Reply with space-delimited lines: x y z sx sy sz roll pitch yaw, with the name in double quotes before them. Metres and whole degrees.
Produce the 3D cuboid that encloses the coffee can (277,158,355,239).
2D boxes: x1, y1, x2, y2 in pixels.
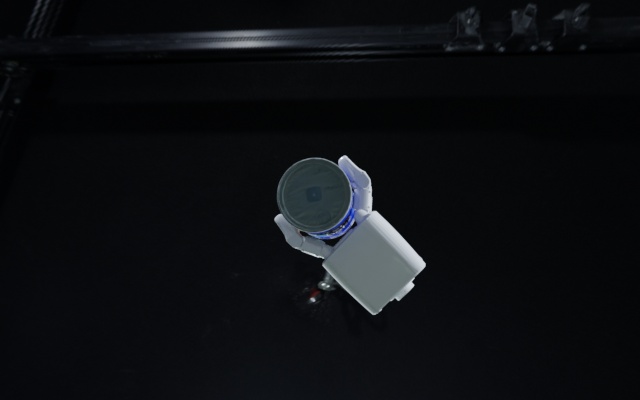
"coffee can" 0.000 0.002 0.714 0.103 0.103 0.140 0 -8 8
